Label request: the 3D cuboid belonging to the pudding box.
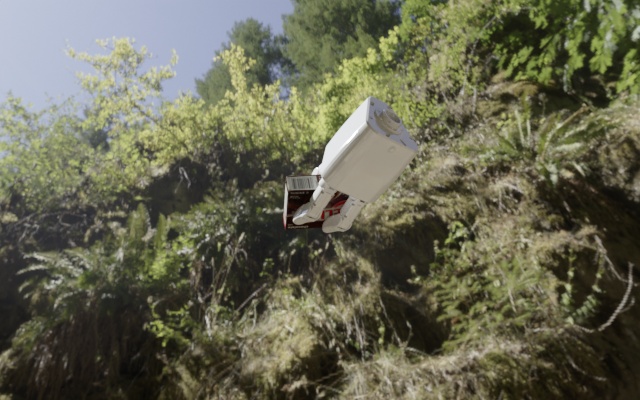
[{"bbox_3d":[0.000,0.002,0.746,0.113,0.039,0.090,-1,-44,-8],"label":"pudding box"}]
